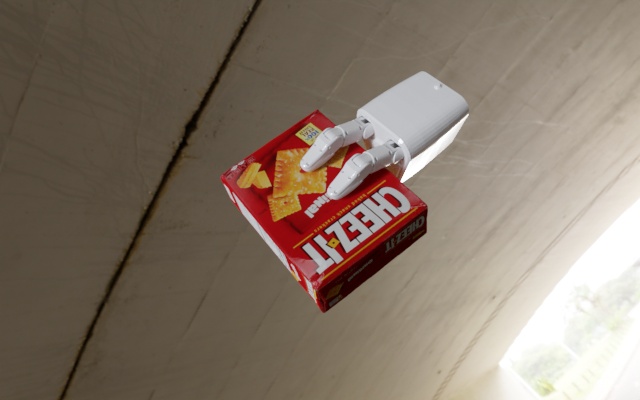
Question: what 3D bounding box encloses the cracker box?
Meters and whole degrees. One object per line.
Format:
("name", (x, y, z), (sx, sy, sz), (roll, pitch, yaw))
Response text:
("cracker box", (0.000, 0.002, 0.594), (0.164, 0.213, 0.072), (-36, -33, -14))
